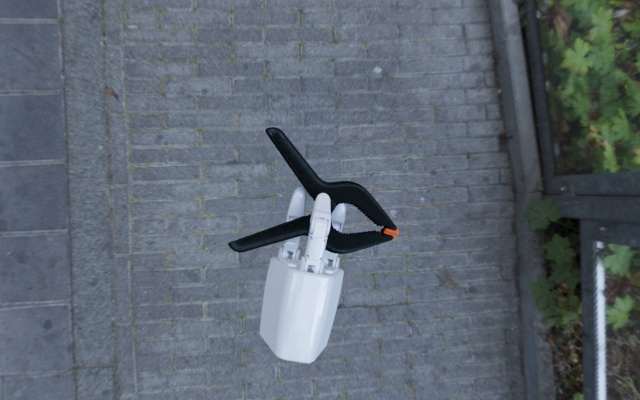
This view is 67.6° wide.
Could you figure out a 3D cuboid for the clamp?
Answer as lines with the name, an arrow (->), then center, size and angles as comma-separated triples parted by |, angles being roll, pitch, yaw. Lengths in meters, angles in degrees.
clamp -> 0.001, 0.002, 0.613 | 0.210, 0.164, 0.036 | 11, 0, -5
